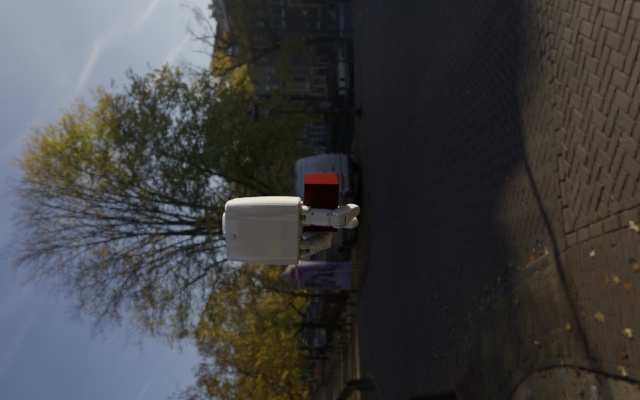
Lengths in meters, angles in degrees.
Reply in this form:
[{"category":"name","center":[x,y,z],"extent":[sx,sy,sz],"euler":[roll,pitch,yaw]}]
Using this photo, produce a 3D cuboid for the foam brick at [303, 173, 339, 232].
[{"category":"foam brick","center":[0.000,0.002,0.713],"extent":[0.051,0.078,0.053],"euler":[2,20,-1]}]
